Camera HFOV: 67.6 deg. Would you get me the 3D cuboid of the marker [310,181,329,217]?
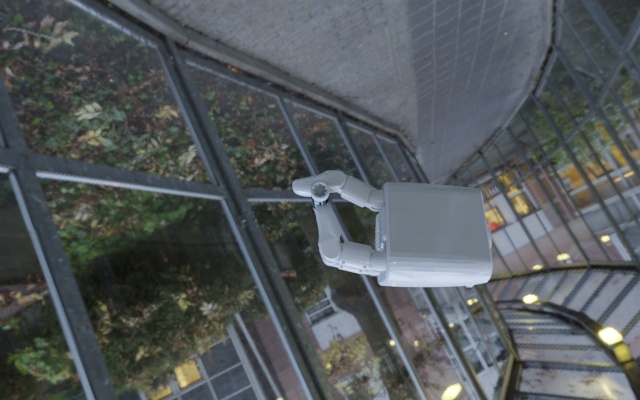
[{"bbox_3d":[0.000,0.002,0.528,0.020,0.020,0.121,0,-12,1],"label":"marker"}]
